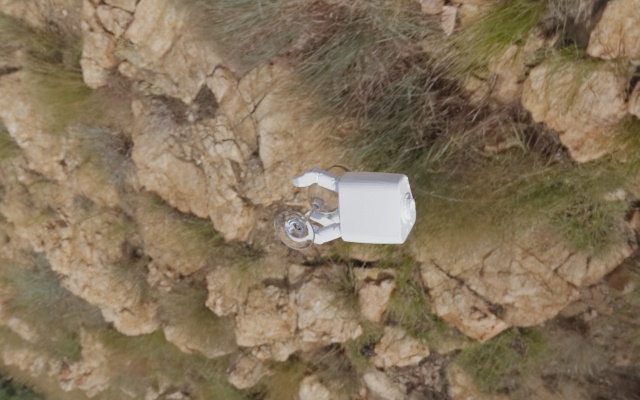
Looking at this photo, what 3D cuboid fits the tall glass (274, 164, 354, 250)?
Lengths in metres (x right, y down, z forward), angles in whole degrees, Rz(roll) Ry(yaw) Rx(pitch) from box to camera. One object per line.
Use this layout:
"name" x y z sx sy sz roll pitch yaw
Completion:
"tall glass" 0.000 0.003 0.849 0.079 0.079 0.201 0 28 29
